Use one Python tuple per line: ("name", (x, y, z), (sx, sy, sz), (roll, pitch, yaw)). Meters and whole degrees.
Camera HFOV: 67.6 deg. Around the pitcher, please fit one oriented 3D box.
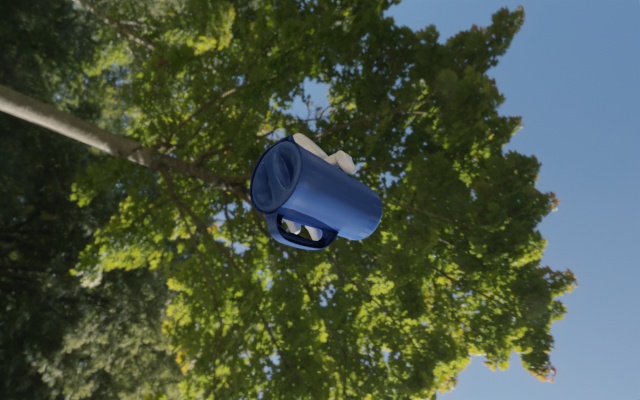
("pitcher", (0.000, 0.003, 0.869), (0.243, 0.149, 0.145), (24, 18, -41))
